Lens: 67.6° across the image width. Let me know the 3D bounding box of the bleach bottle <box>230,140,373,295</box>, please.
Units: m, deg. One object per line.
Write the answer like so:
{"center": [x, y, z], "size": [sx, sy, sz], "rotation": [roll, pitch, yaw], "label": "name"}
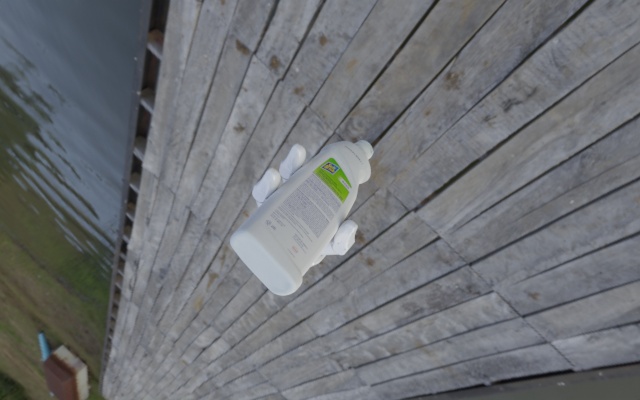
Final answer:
{"center": [0.000, 0.002, 0.629], "size": [0.250, 0.102, 0.068], "rotation": [-46, 8, -36], "label": "bleach bottle"}
